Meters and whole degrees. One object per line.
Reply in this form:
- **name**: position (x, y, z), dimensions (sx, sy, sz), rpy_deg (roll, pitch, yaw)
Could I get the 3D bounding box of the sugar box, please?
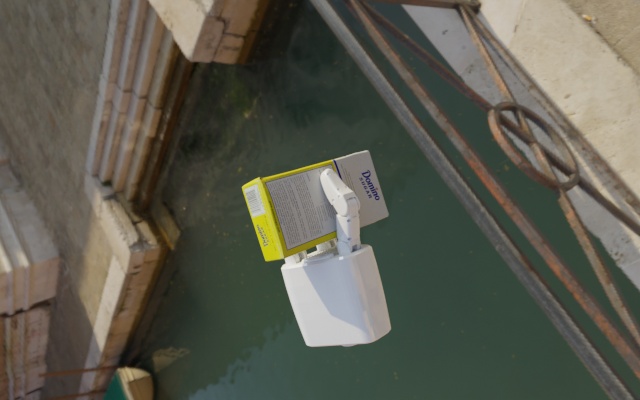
- **sugar box**: position (0.000, 0.002, 0.581), dimensions (0.176, 0.093, 0.048), rpy_deg (-17, 1, -41)
